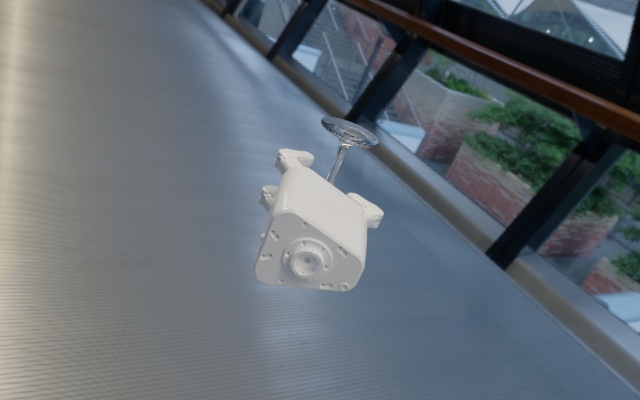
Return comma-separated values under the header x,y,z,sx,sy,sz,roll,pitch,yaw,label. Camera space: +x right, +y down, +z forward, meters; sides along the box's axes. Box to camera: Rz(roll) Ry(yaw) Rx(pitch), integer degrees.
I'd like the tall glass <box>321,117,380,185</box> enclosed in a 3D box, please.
x,y,z,sx,sy,sz,roll,pitch,yaw,label
0.000,0.001,0.602,0.079,0.201,0.079,19,26,-9,tall glass
